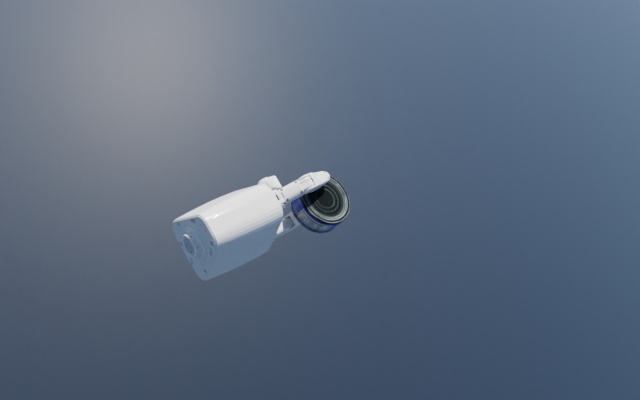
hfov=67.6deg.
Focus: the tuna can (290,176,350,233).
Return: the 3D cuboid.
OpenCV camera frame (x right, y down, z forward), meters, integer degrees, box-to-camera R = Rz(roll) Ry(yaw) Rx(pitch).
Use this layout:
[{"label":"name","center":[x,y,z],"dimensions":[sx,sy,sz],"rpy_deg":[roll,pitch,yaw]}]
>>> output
[{"label":"tuna can","center":[0.000,0.002,0.699],"dimensions":[0.086,0.086,0.034],"rpy_deg":[0,-26,-34]}]
